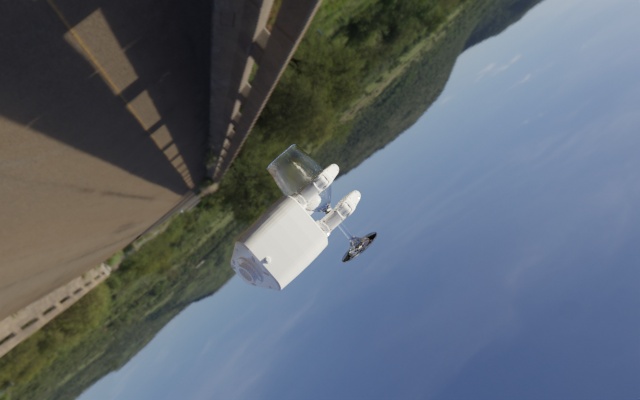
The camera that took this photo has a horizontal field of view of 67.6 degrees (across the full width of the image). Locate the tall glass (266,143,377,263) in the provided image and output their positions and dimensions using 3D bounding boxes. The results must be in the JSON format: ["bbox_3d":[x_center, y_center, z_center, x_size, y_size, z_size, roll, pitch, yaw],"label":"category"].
[{"bbox_3d":[0.001,0.003,0.775,0.079,0.201,0.079,-40,6,5],"label":"tall glass"}]
